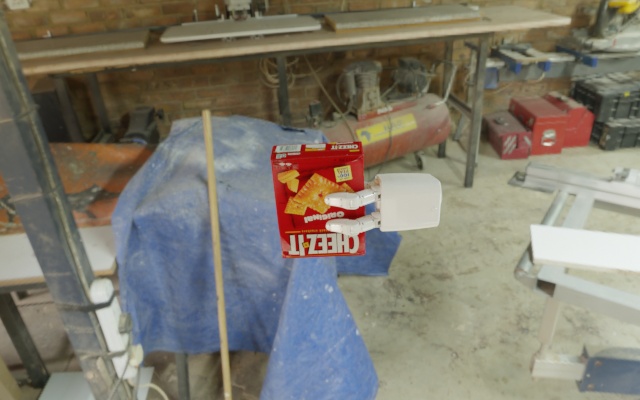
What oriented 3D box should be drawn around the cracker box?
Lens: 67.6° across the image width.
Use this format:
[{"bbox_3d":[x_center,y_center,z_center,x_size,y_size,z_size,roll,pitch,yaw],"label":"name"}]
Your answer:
[{"bbox_3d":[0.000,0.003,0.888,0.164,0.214,0.072,-2,29,3],"label":"cracker box"}]
